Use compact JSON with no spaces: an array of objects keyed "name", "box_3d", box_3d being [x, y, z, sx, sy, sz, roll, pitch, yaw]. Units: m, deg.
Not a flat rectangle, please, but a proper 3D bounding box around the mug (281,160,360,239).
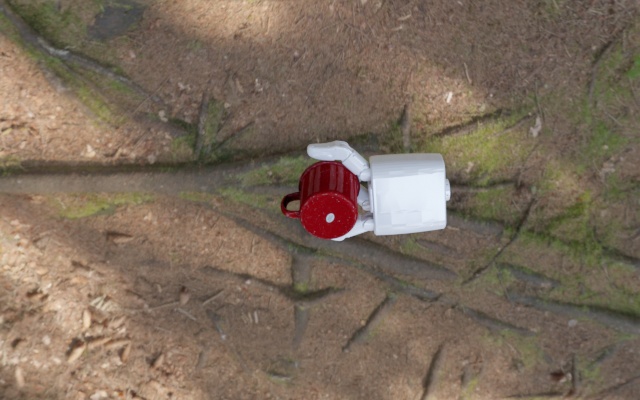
[{"name":"mug","box_3d":[-0.001,0.002,0.686,0.117,0.093,0.081,-4,32,5]}]
